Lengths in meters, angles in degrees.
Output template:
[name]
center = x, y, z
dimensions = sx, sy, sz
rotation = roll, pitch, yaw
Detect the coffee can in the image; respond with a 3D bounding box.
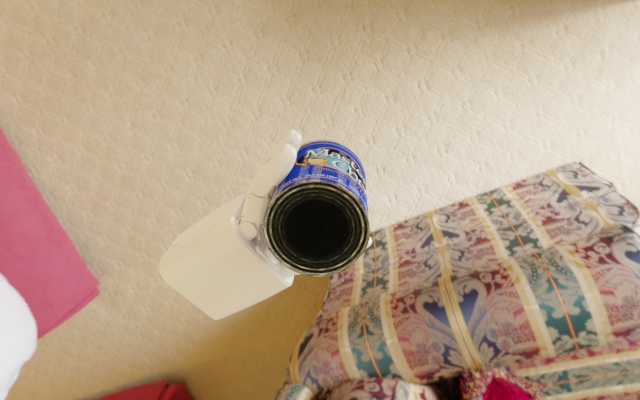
[coffee can]
center = 0.000, 0.002, 0.516
dimensions = 0.103, 0.103, 0.140
rotation = 0, 23, 4
